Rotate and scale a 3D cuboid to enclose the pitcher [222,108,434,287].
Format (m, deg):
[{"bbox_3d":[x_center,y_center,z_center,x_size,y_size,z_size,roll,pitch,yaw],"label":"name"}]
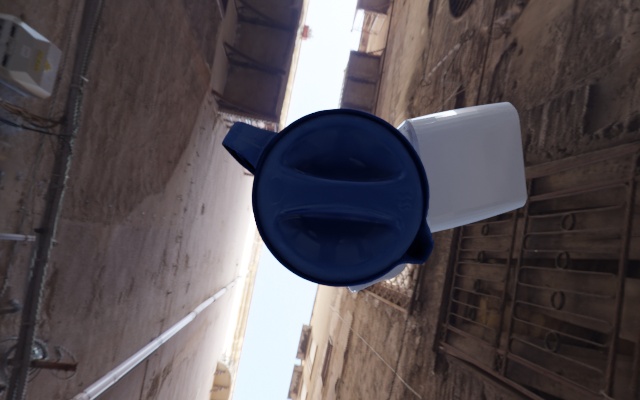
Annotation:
[{"bbox_3d":[0.000,0.002,0.465,0.145,0.149,0.243,-15,-4,-5],"label":"pitcher"}]
